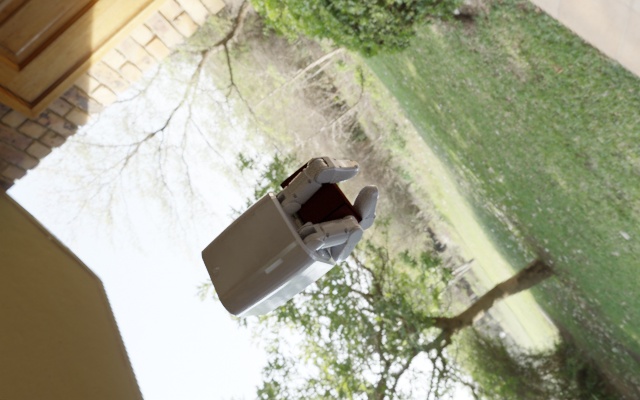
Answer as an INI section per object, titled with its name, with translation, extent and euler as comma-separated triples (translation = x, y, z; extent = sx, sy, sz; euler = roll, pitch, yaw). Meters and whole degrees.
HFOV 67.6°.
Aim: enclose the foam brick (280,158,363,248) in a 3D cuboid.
[foam brick]
translation = 0.000, 0.002, 0.538
extent = 0.051, 0.078, 0.053
euler = -39, -36, 6
